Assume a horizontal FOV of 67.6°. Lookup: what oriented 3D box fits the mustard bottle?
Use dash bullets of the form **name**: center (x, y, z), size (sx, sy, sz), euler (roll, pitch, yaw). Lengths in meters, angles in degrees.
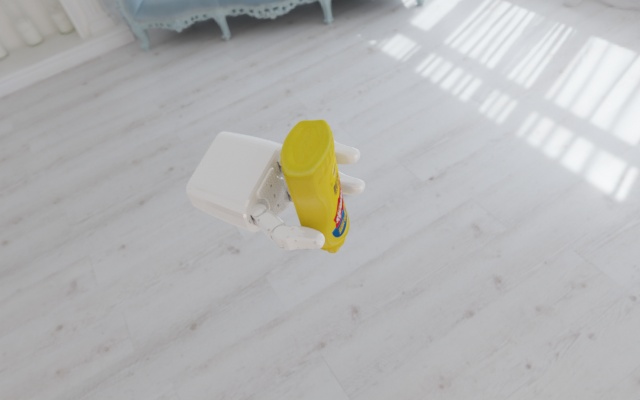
- **mustard bottle**: center (0.000, 0.002, 0.590), size (0.058, 0.096, 0.192), euler (-2, -43, 12)
